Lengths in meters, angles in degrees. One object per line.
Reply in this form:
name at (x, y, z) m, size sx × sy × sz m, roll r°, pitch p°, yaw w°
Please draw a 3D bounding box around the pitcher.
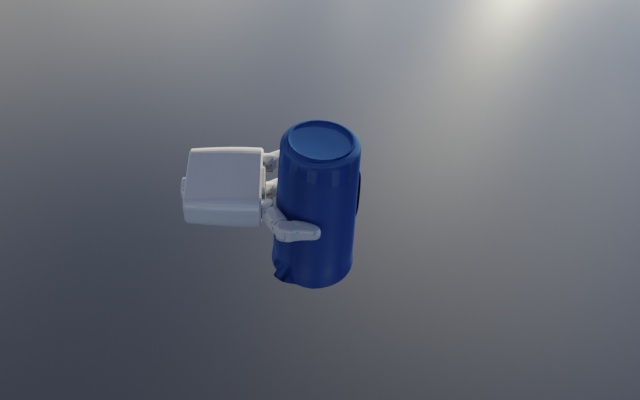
pitcher at (0.000, 0.002, 0.712) m, size 0.145 × 0.243 × 0.149 m, roll 0°, pitch 44°, yaw -5°
